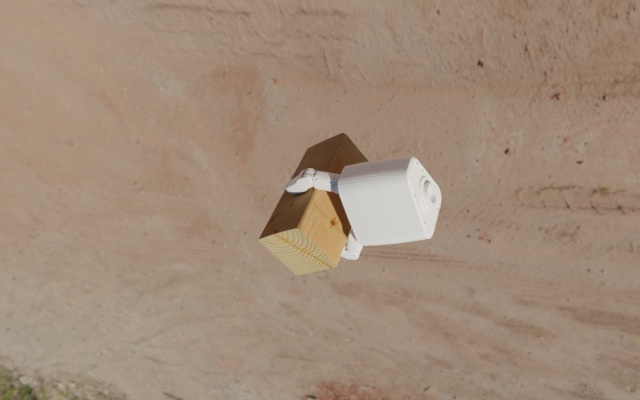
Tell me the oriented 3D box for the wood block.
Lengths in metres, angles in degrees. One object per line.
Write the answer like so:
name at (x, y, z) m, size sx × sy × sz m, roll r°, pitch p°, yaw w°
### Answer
wood block at (0.000, 0.002, 0.748) m, size 0.090 × 0.206 × 0.091 m, roll -19°, pitch -56°, yaw 41°
